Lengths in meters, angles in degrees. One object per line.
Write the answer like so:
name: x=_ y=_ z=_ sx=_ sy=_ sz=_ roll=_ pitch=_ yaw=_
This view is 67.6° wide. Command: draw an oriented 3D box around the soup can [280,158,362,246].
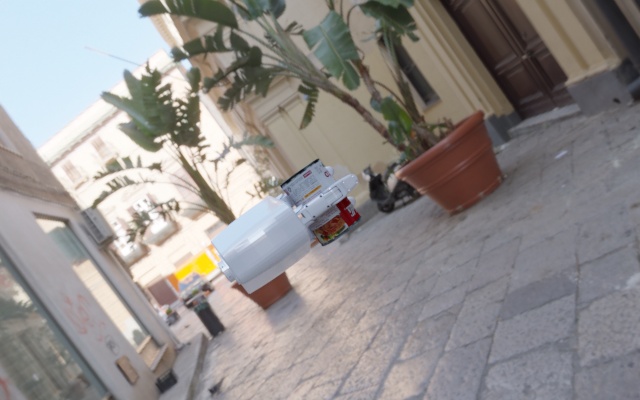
soup can: x=0.000 y=0.002 z=0.654 sx=0.068 sy=0.102 sz=0.068 roll=-36 pitch=3 yaw=2
